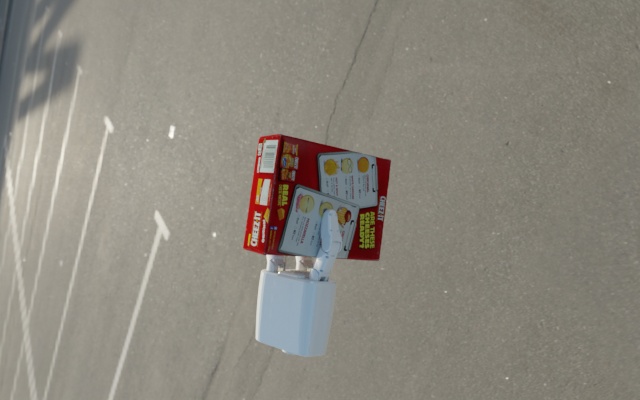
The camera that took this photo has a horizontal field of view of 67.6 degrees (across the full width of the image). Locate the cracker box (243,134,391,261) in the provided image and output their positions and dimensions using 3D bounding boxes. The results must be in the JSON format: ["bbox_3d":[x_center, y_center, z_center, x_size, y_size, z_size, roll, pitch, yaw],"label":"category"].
[{"bbox_3d":[0.000,0.002,0.715,0.214,0.164,0.072,8,-1,-38],"label":"cracker box"}]
